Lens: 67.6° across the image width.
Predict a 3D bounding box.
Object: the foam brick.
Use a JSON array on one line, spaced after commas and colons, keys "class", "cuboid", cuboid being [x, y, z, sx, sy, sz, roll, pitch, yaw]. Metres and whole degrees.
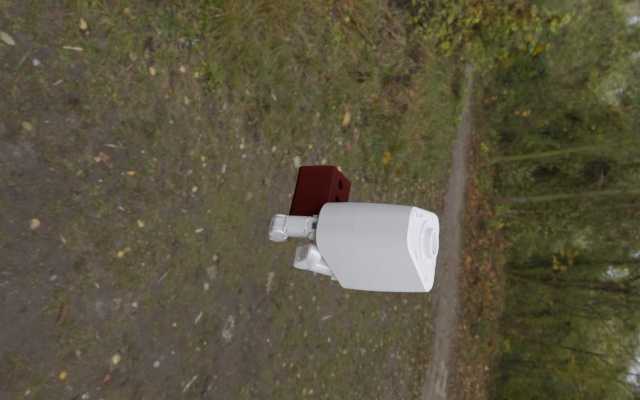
[{"class": "foam brick", "cuboid": [0.000, 0.002, 0.591, 0.051, 0.078, 0.053, -2, -24, 30]}]
